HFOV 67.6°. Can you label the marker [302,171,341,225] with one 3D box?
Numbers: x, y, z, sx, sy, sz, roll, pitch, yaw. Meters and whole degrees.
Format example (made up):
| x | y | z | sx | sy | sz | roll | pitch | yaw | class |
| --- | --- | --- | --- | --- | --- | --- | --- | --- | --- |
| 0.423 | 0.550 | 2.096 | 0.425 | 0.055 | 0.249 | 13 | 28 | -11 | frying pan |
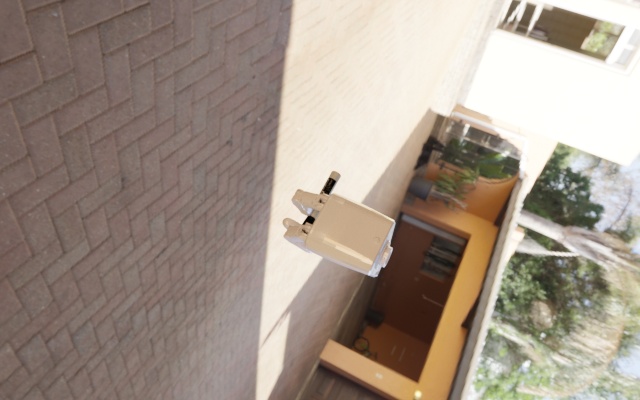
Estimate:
| x | y | z | sx | sy | sz | roll | pitch | yaw | class |
| --- | --- | --- | --- | --- | --- | --- | --- | --- | --- |
| 0.000 | 0.003 | 0.810 | 0.020 | 0.121 | 0.020 | 26 | -21 | 10 | marker |
